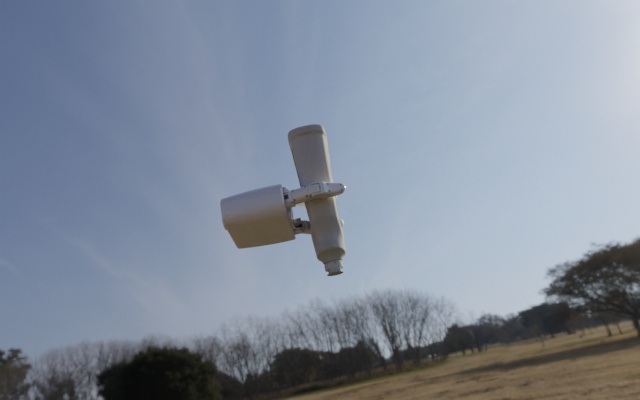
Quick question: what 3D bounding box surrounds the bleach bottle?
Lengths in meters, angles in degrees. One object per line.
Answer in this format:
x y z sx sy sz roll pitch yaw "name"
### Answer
0.000 0.003 0.821 0.068 0.250 0.103 -12 -19 2 "bleach bottle"
